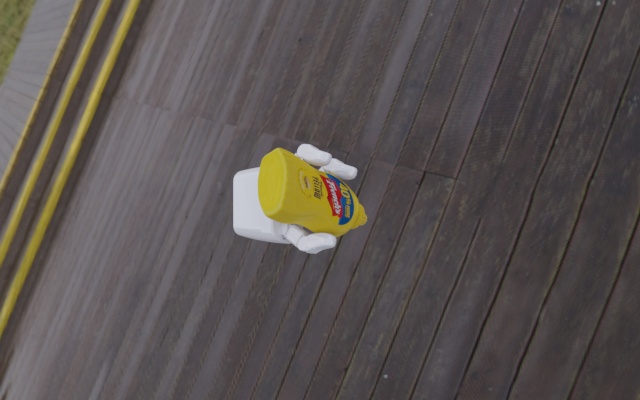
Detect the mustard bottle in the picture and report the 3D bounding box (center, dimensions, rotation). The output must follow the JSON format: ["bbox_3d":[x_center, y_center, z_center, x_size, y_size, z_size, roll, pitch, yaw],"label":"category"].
[{"bbox_3d":[0.000,0.002,0.676,0.058,0.096,0.192,-29,-36,34],"label":"mustard bottle"}]
